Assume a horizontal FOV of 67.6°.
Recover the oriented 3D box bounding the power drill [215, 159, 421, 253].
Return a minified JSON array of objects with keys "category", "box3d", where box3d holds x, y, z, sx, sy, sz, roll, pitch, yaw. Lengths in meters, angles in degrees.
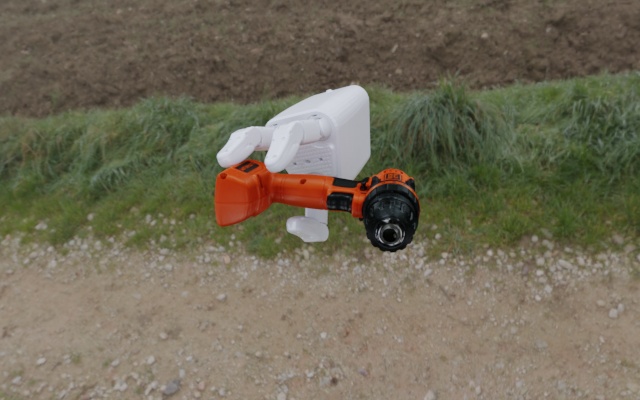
[{"category":"power drill","box3d":[0.000,0.001,0.458,0.187,0.057,0.184,6,12,8]}]
